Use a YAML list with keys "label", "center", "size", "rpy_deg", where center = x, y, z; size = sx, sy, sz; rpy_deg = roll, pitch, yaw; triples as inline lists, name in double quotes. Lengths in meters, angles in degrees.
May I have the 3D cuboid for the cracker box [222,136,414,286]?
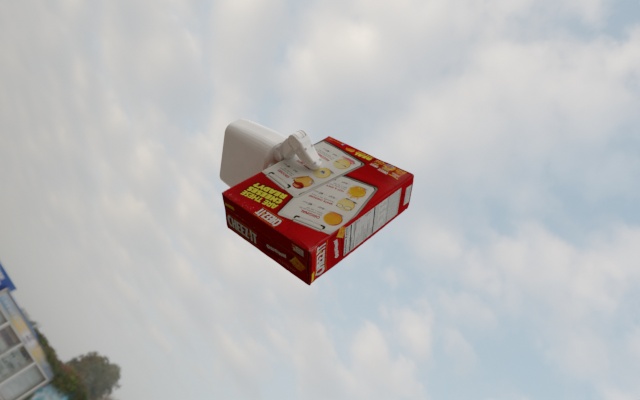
- label: "cracker box"
  center: [0.000, 0.002, 0.664]
  size: [0.164, 0.072, 0.213]
  rpy_deg: [30, 47, 33]
